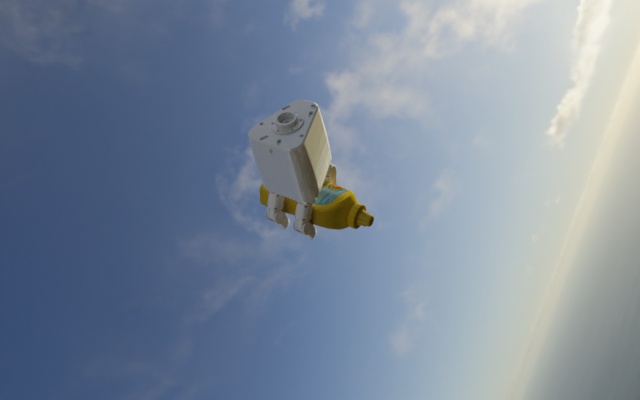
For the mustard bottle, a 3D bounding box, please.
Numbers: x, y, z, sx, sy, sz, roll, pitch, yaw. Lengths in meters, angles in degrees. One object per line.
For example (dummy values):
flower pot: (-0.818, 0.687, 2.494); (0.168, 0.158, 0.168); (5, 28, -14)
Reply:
mustard bottle: (0.000, 0.003, 0.787); (0.191, 0.058, 0.096); (20, 31, 27)
